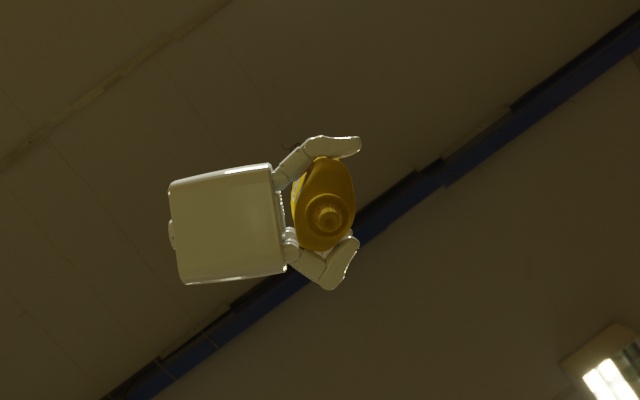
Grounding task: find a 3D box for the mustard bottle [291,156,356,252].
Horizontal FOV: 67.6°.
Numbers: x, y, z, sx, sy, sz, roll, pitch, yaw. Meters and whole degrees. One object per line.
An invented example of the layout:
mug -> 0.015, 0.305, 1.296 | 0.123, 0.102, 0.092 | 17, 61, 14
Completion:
mustard bottle -> 0.000, 0.002, 0.505 | 0.058, 0.096, 0.191 | 15, 8, -7
